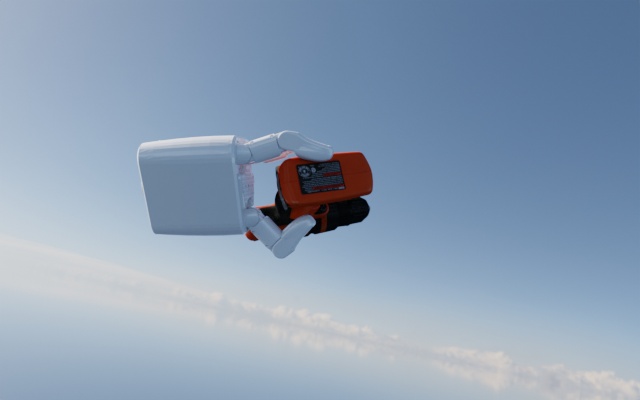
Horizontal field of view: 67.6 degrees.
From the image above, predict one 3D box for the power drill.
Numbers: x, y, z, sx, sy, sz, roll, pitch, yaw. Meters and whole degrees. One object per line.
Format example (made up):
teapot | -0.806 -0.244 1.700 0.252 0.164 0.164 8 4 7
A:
power drill | 0.000 0.002 0.604 0.184 0.057 0.188 -10 -17 -18
